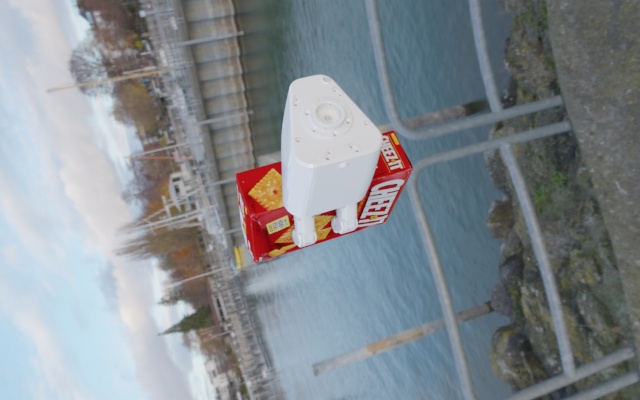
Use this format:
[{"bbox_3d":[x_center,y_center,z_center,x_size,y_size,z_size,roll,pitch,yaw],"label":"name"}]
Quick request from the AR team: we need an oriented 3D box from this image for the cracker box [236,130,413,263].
[{"bbox_3d":[0.000,0.002,0.646,0.213,0.072,0.164,-16,-24,-14],"label":"cracker box"}]
